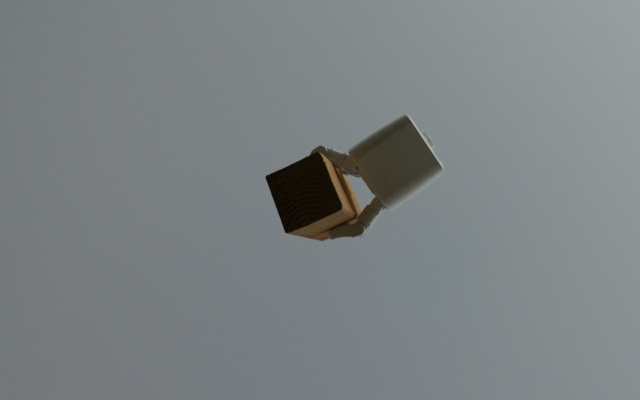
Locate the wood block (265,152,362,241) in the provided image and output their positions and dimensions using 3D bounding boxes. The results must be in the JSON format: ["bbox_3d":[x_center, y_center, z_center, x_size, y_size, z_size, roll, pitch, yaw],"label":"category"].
[{"bbox_3d":[0.001,0.003,0.753,0.090,0.090,0.206,-24,-13,10],"label":"wood block"}]
